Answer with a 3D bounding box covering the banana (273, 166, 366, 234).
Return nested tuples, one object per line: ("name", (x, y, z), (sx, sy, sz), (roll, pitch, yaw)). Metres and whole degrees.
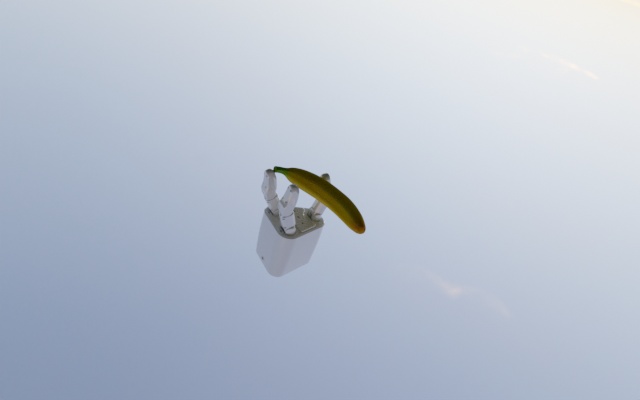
("banana", (0.008, -0.005, 0.828), (0.197, 0.037, 0.069), (34, 34, 20))
